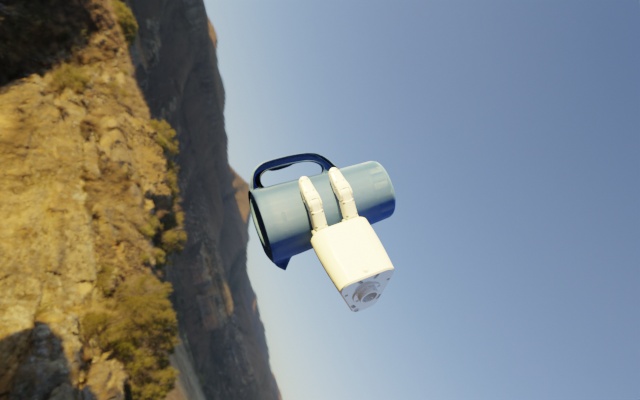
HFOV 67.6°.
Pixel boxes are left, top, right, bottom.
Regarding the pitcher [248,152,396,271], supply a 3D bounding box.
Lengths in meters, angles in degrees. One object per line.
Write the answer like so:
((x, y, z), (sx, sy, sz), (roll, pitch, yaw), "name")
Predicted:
((0.000, 0.003, 0.834), (0.243, 0.145, 0.149), (-18, -39, -15), "pitcher")
